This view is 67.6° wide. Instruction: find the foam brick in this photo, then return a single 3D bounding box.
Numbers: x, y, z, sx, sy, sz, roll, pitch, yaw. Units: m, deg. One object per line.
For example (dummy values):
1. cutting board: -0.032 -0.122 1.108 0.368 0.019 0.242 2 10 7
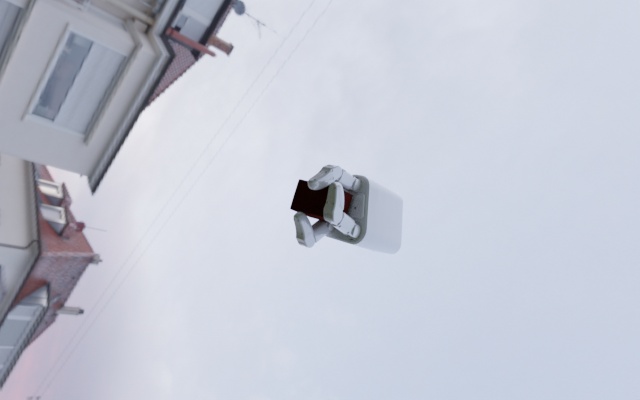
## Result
1. foam brick: 0.000 0.002 0.753 0.051 0.053 0.078 23 -7 -43
